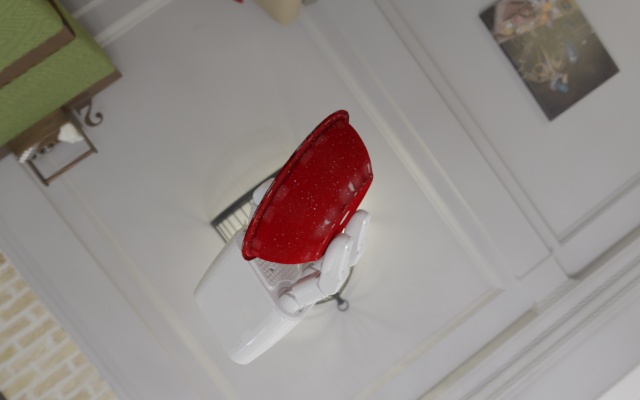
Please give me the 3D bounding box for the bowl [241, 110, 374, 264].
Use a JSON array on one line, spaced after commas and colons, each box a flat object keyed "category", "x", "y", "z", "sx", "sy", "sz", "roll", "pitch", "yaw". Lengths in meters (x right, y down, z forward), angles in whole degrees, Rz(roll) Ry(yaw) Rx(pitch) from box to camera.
[{"category": "bowl", "x": 0.001, "y": 0.001, "z": 0.428, "sx": 0.055, "sy": 0.162, "sz": 0.162, "roll": 34, "pitch": 6, "yaw": 9}]
